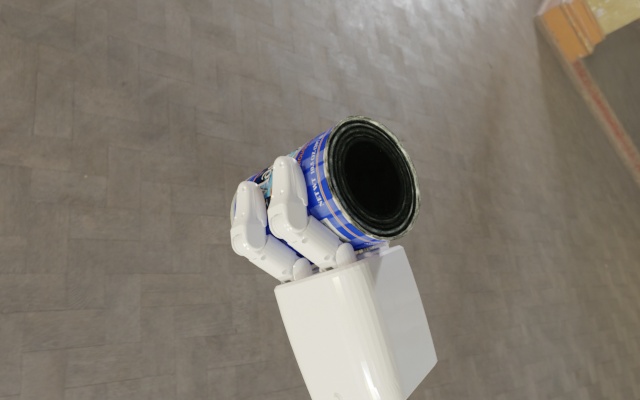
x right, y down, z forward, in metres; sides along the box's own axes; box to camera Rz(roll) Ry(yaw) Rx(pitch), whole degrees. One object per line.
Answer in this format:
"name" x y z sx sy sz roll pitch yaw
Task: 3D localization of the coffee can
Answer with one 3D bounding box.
"coffee can" 0.000 0.001 0.419 0.103 0.102 0.140 0 -17 -41
